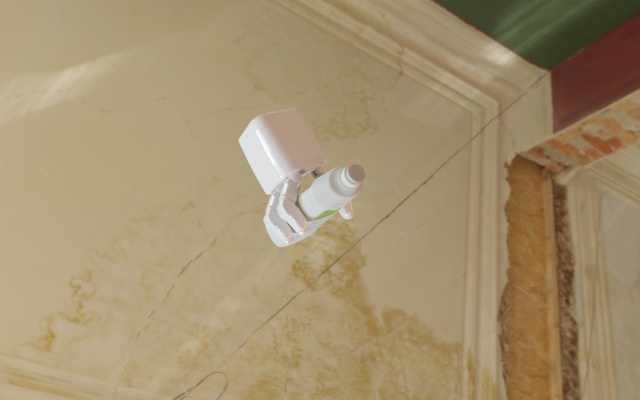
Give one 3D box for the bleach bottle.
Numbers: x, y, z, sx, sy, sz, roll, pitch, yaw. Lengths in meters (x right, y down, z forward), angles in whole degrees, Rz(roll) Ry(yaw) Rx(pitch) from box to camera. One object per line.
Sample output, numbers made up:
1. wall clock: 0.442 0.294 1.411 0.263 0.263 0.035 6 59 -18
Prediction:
1. bleach bottle: 0.000 0.003 0.762 0.102 0.068 0.251 -26 -7 -34
